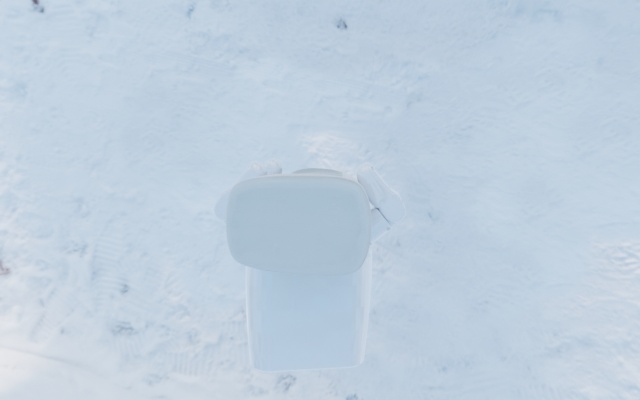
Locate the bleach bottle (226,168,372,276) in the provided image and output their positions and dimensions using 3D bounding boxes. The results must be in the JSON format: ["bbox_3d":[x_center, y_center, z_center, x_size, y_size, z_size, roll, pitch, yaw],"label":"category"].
[{"bbox_3d":[0.000,0.001,0.435,0.102,0.068,0.251,2,8,8],"label":"bleach bottle"}]
